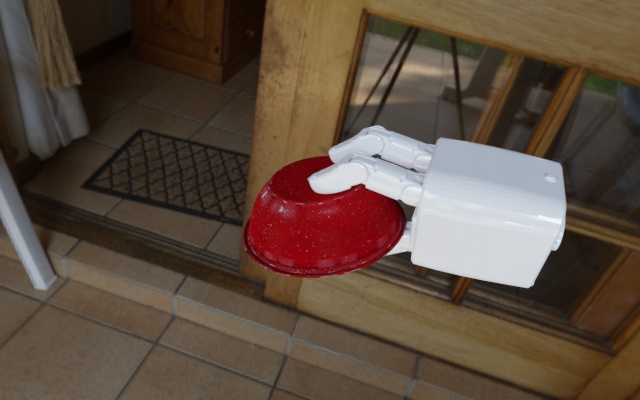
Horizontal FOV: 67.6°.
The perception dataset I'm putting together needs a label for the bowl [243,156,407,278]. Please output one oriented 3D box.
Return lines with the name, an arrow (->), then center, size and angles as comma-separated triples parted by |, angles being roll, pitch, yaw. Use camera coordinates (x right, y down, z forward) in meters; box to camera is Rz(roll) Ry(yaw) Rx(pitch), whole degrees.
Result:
bowl -> -0.001, 0.001, 0.460 | 0.162, 0.055, 0.162 | -6, 31, 4
